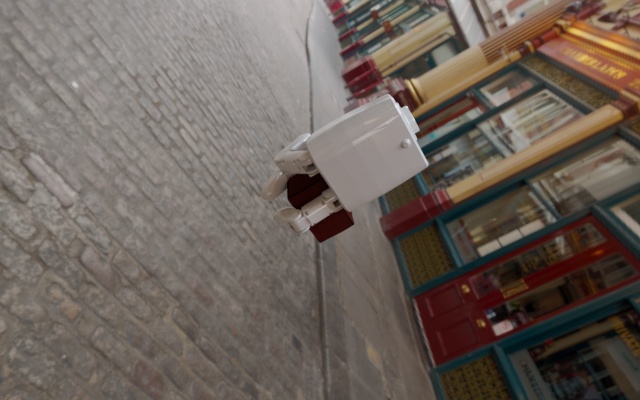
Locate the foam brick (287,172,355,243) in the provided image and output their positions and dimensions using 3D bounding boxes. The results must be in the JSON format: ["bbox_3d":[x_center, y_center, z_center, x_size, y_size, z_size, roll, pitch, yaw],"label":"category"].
[{"bbox_3d":[0.000,0.002,0.589,0.051,0.078,0.053,-29,28,11],"label":"foam brick"}]
